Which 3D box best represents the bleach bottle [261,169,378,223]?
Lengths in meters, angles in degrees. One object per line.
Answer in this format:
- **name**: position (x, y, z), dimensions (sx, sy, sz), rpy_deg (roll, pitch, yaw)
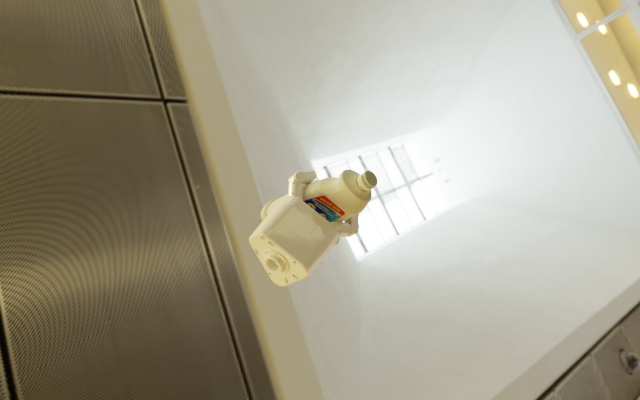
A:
- **bleach bottle**: position (0.000, 0.003, 0.859), dimensions (0.251, 0.102, 0.068), rpy_deg (-30, 12, 44)
